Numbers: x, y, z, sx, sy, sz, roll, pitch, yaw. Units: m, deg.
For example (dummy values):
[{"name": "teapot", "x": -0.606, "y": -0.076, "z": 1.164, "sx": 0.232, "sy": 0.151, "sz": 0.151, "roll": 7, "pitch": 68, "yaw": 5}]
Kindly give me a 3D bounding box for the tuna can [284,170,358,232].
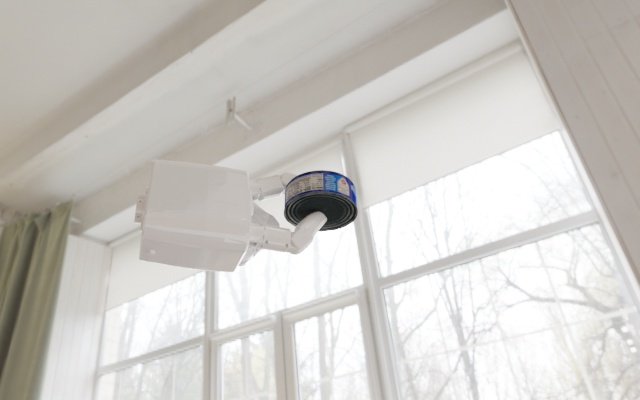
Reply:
[{"name": "tuna can", "x": 0.000, "y": 0.001, "z": 0.560, "sx": 0.086, "sy": 0.033, "sz": 0.086, "roll": -1, "pitch": -33, "yaw": 0}]
